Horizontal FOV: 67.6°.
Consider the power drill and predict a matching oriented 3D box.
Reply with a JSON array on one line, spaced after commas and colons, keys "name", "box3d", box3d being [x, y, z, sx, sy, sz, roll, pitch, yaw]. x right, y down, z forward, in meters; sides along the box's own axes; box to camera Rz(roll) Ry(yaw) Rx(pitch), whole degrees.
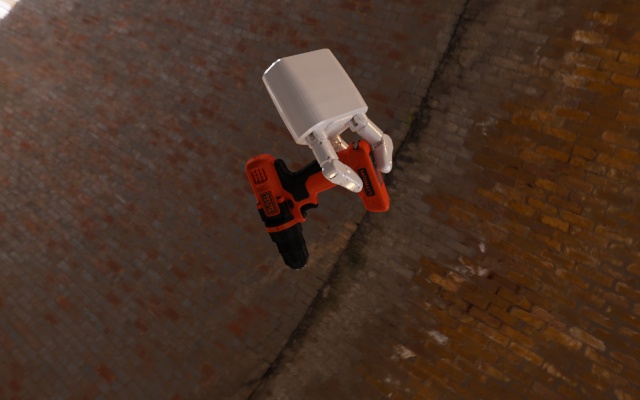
[{"name": "power drill", "box3d": [0.000, 0.002, 0.695, 0.187, 0.184, 0.057, -17, 16, 15]}]
